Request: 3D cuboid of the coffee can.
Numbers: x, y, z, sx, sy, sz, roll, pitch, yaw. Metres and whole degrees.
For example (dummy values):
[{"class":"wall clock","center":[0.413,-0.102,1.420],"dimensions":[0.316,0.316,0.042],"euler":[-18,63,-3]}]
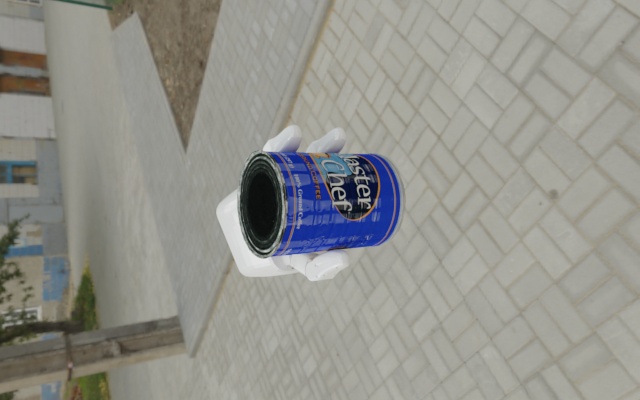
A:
[{"class":"coffee can","center":[0.000,0.002,0.486],"dimensions":[0.140,0.103,0.103],"euler":[-2,1,-33]}]
